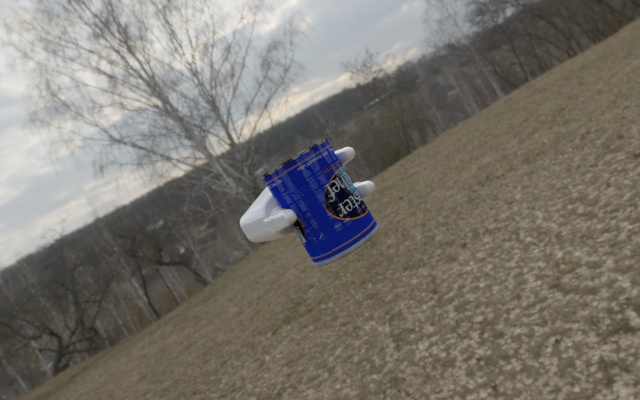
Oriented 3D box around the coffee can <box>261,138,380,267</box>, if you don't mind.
[{"bbox_3d":[0.000,0.002,0.639,0.103,0.140,0.103,-31,6,3],"label":"coffee can"}]
